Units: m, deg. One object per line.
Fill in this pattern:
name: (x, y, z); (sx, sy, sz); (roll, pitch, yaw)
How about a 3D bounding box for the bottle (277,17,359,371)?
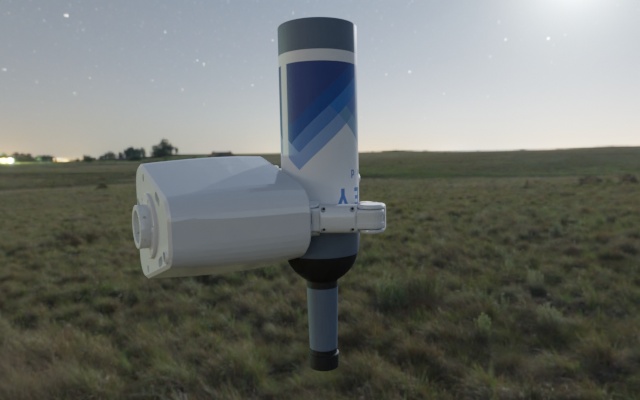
bottle: (0.000, 0.001, 0.415); (0.069, 0.296, 0.069); (-1, 5, 0)
